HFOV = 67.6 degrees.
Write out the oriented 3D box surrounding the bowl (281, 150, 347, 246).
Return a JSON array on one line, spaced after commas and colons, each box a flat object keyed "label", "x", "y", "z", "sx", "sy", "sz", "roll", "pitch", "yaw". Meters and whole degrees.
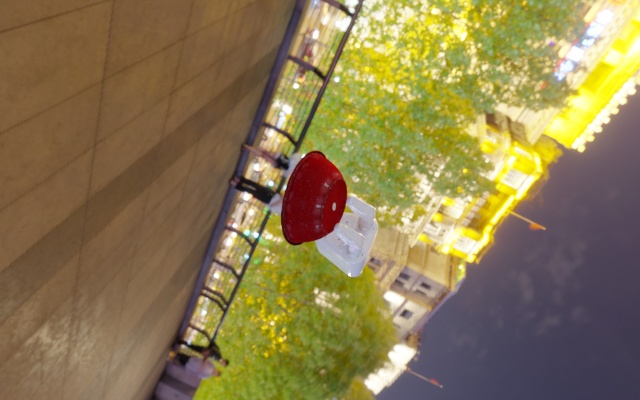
[{"label": "bowl", "x": 0.000, "y": 0.002, "z": 0.774, "sx": 0.055, "sy": 0.162, "sz": 0.162, "roll": 15, "pitch": 6, "yaw": 24}]
